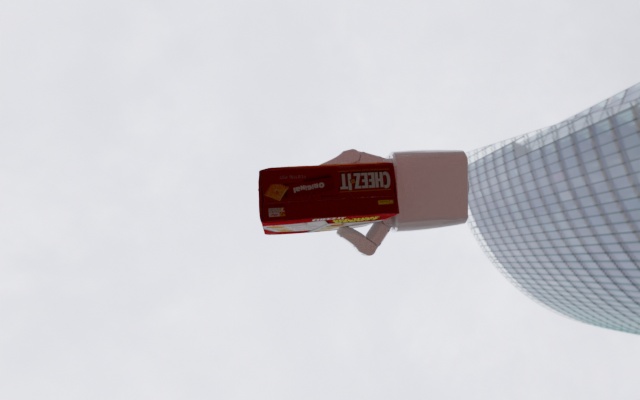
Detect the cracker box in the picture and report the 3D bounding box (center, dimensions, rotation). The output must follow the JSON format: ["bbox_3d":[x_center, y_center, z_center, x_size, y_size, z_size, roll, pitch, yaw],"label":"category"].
[{"bbox_3d":[0.000,0.002,0.655,0.164,0.072,0.214,-4,-7,-6],"label":"cracker box"}]
